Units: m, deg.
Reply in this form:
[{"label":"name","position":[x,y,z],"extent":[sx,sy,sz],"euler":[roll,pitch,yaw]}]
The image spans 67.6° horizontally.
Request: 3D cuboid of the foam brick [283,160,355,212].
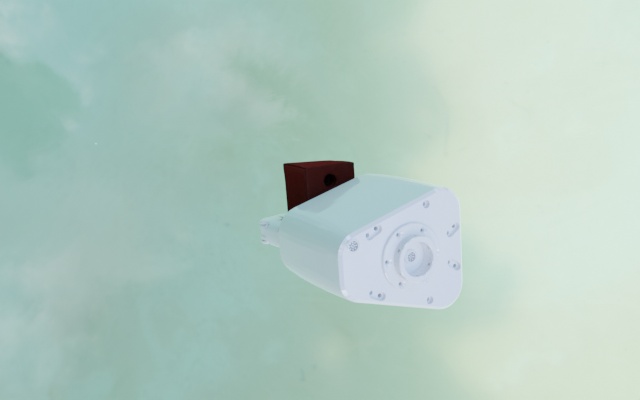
[{"label":"foam brick","position":[0.000,0.001,0.455],"extent":[0.053,0.078,0.051],"euler":[-9,9,-25]}]
